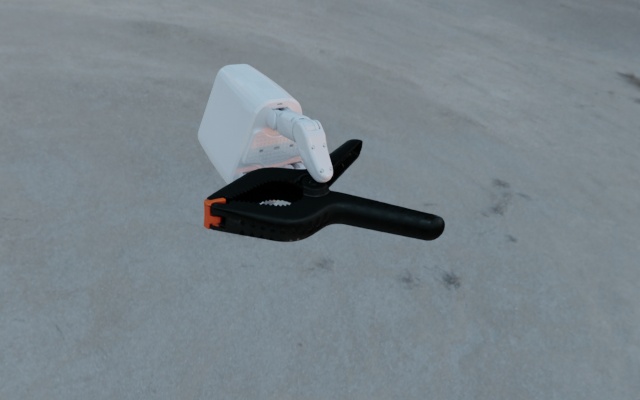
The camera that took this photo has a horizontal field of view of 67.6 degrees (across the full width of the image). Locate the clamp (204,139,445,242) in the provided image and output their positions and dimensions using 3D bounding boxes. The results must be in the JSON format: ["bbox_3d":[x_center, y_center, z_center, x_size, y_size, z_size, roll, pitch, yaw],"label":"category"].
[{"bbox_3d":[0.000,0.001,0.443,0.210,0.036,0.164,-14,41,-31],"label":"clamp"}]
